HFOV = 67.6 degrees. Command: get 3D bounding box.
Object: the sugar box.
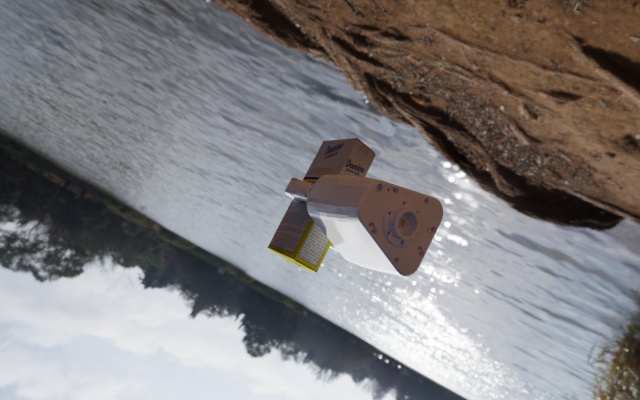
[{"bbox_3d":[0.001,0.002,0.641,0.048,0.176,0.093,35,-12,-26],"label":"sugar box"}]
